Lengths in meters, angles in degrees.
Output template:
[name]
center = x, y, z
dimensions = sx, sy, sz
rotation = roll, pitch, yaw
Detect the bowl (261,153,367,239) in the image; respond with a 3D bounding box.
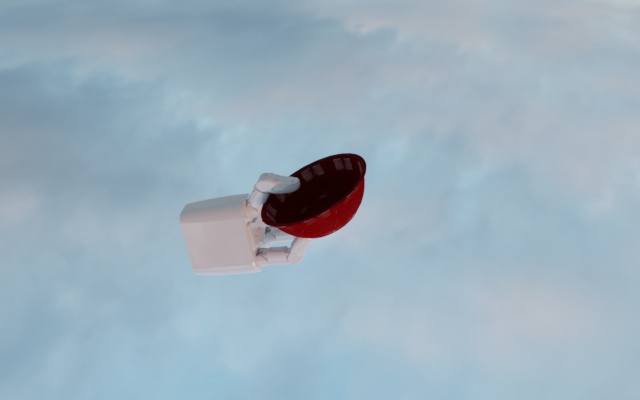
[bowl]
center = 0.001, 0.002, 0.660
dimensions = 0.162, 0.055, 0.162
rotation = -24, 27, 13
